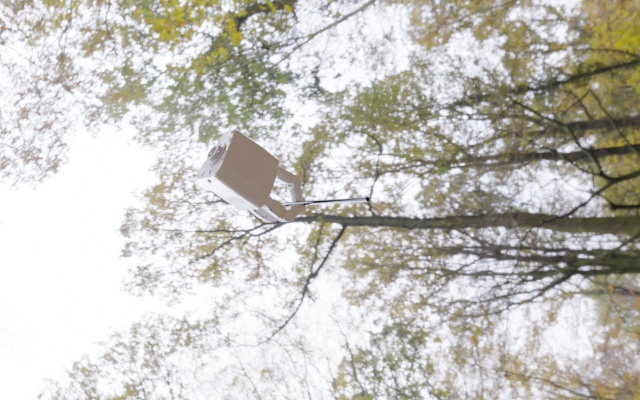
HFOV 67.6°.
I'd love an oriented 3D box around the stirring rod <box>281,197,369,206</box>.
[{"bbox_3d":[0.000,0.003,0.864,0.011,0.011,0.239,0,-3,-39],"label":"stirring rod"}]
